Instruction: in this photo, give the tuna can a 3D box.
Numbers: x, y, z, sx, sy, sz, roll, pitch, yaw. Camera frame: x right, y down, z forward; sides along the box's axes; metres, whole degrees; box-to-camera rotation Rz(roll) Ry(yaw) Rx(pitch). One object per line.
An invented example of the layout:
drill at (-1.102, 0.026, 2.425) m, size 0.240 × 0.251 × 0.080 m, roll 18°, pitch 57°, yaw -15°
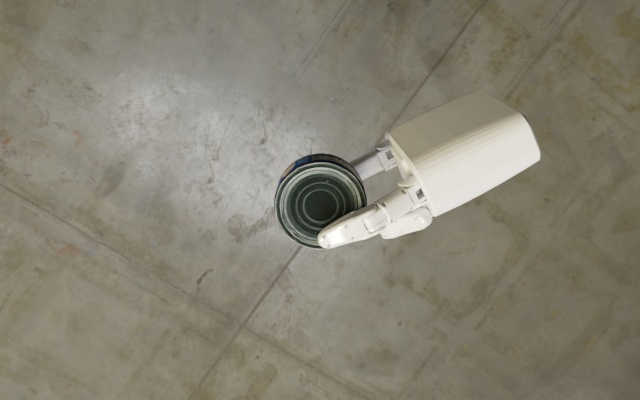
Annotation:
tuna can at (0.000, 0.002, 0.442) m, size 0.086 × 0.086 × 0.033 m, roll 0°, pitch 17°, yaw 0°
